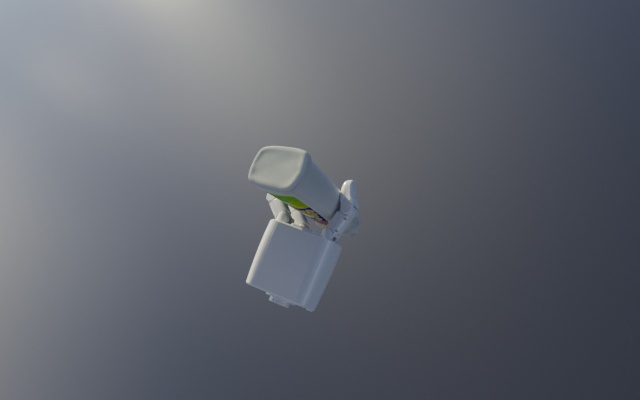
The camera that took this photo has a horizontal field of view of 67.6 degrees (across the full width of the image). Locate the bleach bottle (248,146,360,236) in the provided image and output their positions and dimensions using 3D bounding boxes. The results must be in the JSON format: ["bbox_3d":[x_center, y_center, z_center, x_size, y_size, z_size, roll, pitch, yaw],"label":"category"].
[{"bbox_3d":[0.000,0.002,0.755,0.102,0.068,0.251,13,-16,37],"label":"bleach bottle"}]
